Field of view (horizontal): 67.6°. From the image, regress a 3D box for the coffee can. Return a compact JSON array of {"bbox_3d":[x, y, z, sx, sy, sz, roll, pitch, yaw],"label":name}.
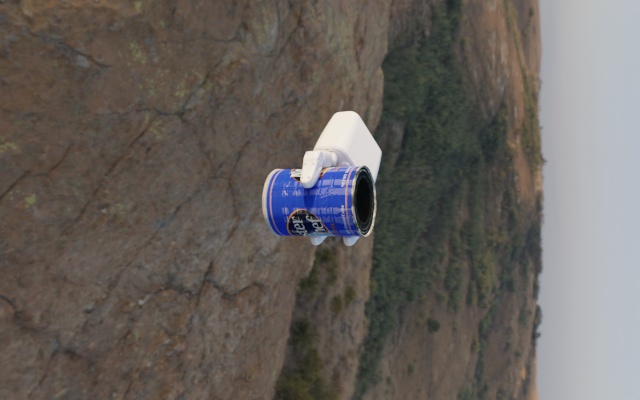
[{"bbox_3d":[0.000,0.002,0.702,0.140,0.103,0.103,-1,0,24],"label":"coffee can"}]
